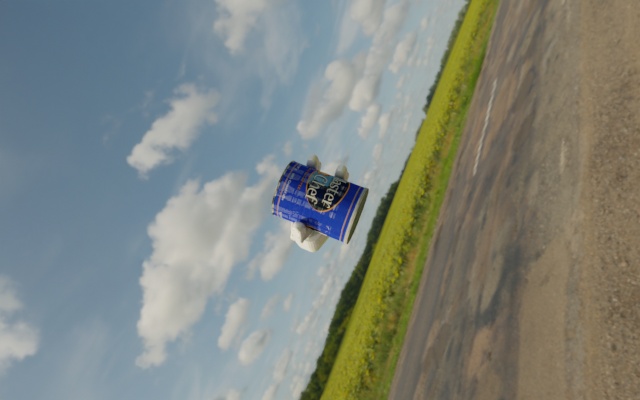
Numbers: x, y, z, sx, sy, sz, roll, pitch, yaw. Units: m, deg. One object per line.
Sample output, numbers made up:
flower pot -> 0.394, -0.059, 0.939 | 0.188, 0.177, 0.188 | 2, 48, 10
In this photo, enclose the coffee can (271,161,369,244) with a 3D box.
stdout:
coffee can -> 0.000, 0.003, 0.823 | 0.140, 0.103, 0.103 | 21, 3, 9
